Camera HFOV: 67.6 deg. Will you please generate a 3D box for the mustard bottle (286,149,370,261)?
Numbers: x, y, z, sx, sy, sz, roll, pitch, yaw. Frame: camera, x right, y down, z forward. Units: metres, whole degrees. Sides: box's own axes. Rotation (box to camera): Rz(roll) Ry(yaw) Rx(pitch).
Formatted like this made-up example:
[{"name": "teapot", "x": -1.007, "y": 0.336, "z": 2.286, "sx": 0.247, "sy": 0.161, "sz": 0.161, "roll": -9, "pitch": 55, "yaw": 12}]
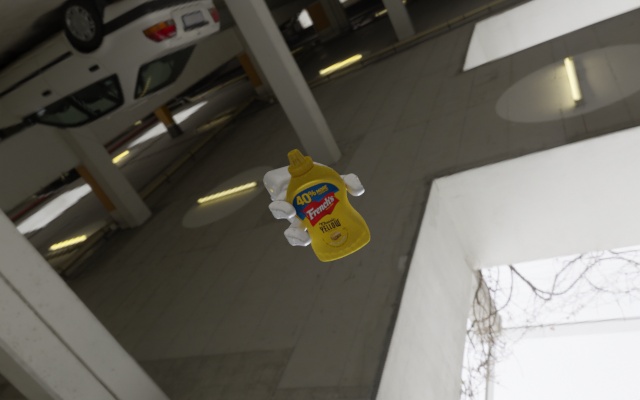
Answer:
[{"name": "mustard bottle", "x": 0.000, "y": 0.003, "z": 0.767, "sx": 0.096, "sy": 0.192, "sz": 0.058, "roll": -24, "pitch": 23, "yaw": 12}]
